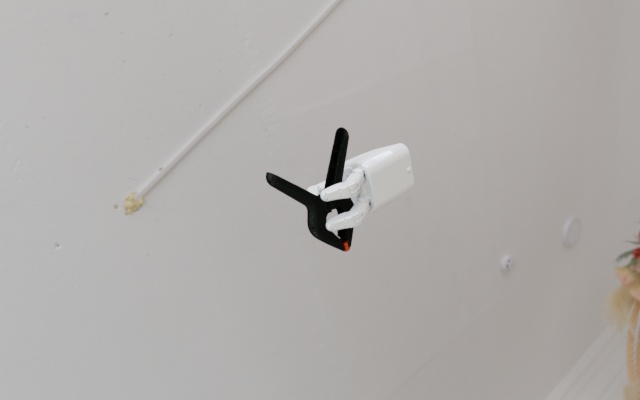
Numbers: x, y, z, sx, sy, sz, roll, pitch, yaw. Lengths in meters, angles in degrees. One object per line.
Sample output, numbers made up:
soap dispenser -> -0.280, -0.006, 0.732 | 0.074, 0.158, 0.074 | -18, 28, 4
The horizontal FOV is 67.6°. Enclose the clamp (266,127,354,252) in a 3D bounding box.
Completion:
clamp -> 0.000, 0.003, 0.798 | 0.164, 0.210, 0.036 | -27, 27, -27
